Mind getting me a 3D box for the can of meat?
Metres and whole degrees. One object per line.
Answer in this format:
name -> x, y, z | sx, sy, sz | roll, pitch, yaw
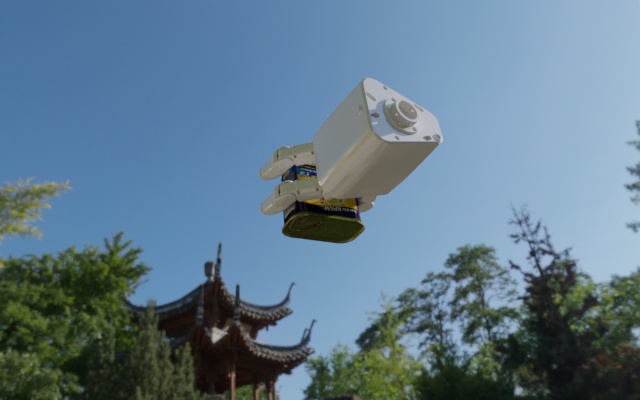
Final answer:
can of meat -> 0.000, 0.002, 0.612 | 0.102, 0.084, 0.057 | 9, -35, -24
